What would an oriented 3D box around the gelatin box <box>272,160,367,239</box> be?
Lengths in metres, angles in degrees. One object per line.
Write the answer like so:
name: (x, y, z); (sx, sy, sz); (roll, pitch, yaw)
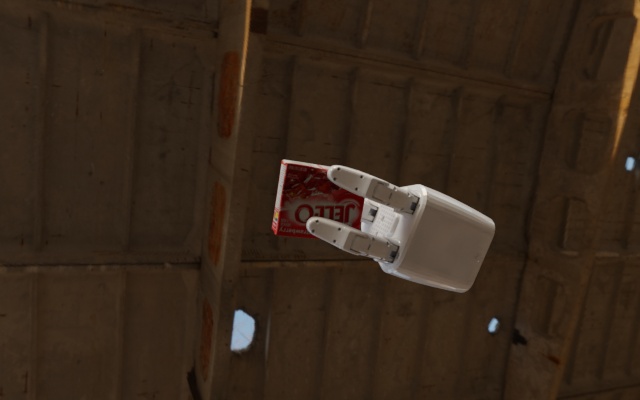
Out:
gelatin box: (0.000, 0.001, 0.486); (0.089, 0.073, 0.030); (7, 9, -17)
